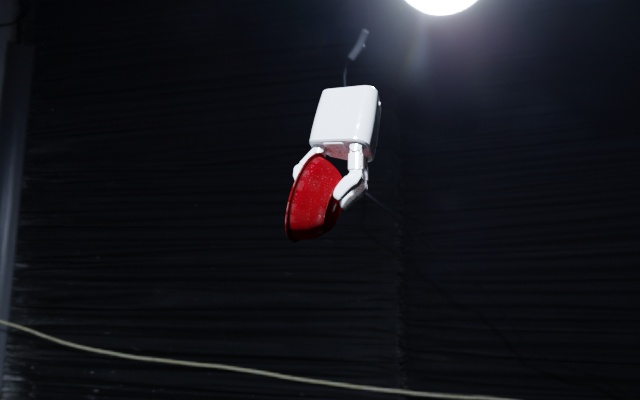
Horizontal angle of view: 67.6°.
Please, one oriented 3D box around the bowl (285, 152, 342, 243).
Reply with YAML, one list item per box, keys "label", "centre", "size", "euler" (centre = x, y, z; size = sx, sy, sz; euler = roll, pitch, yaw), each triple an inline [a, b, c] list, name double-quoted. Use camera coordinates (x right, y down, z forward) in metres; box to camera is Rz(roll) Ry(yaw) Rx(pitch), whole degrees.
- label: "bowl"
  centre: [0.000, 0.004, 0.816]
  size: [0.055, 0.162, 0.162]
  euler: [18, 6, 18]
